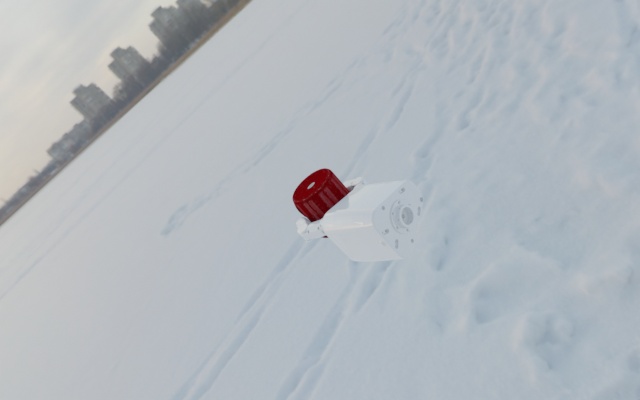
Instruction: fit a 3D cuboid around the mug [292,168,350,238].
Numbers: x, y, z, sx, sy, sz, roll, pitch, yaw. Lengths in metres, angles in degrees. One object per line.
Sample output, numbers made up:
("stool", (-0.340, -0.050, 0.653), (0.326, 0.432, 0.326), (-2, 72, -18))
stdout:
("mug", (-0.001, 0.003, 0.802), (0.117, 0.093, 0.081), (-11, -52, 49))
